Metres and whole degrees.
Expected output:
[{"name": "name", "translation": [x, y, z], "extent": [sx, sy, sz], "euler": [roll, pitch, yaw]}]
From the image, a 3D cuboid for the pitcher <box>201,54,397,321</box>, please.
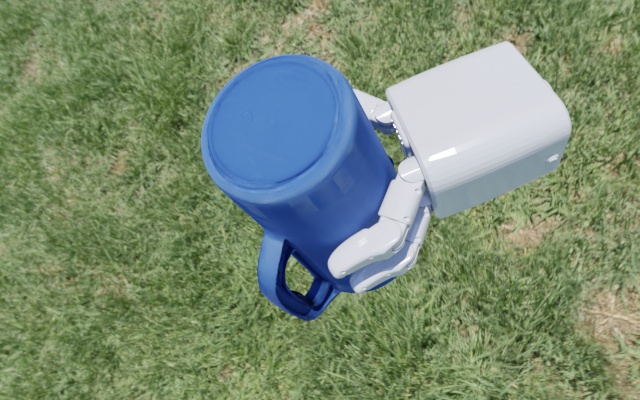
[{"name": "pitcher", "translation": [0.000, 0.001, 0.402], "extent": [0.145, 0.149, 0.243], "euler": [-21, -26, 10]}]
